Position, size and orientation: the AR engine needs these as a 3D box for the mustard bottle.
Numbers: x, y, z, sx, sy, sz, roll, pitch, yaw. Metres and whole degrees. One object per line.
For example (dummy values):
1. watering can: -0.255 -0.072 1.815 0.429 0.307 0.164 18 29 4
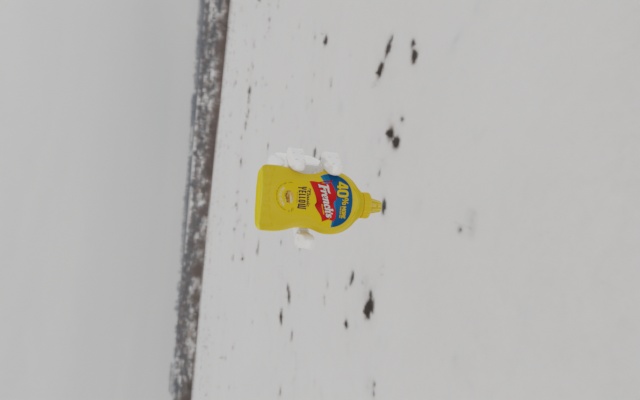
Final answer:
1. mustard bottle: 0.000 0.002 0.718 0.191 0.096 0.058 5 -10 -15
